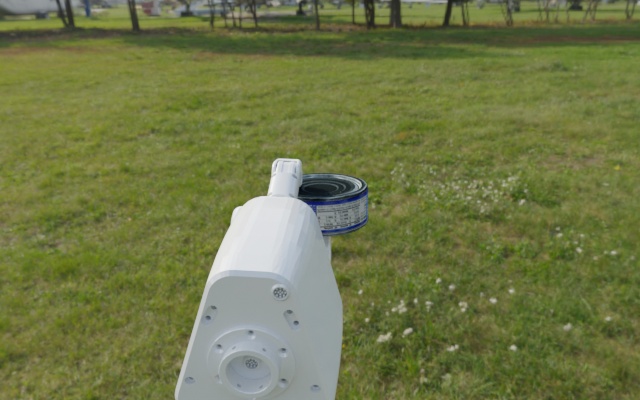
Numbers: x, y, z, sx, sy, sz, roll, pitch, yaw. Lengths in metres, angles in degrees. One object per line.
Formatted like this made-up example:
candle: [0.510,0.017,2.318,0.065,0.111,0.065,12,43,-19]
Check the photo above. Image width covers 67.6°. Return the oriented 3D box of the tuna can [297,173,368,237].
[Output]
tuna can: [0.000,0.001,0.427,0.086,0.034,0.086,-1,18,0]
